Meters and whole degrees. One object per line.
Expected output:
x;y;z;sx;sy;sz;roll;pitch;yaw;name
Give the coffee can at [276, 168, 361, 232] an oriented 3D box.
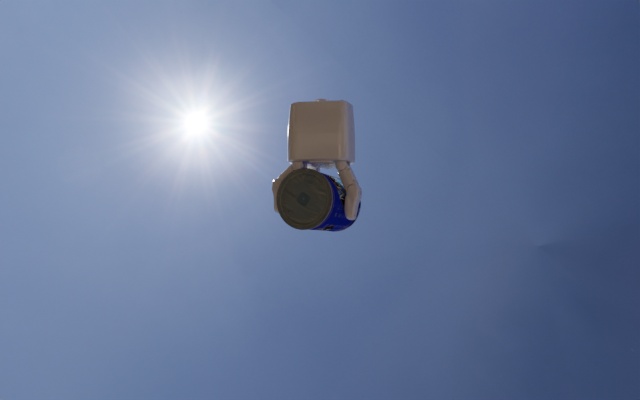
0.000;0.003;0.849;0.103;0.103;0.140;0;-5;24;coffee can
